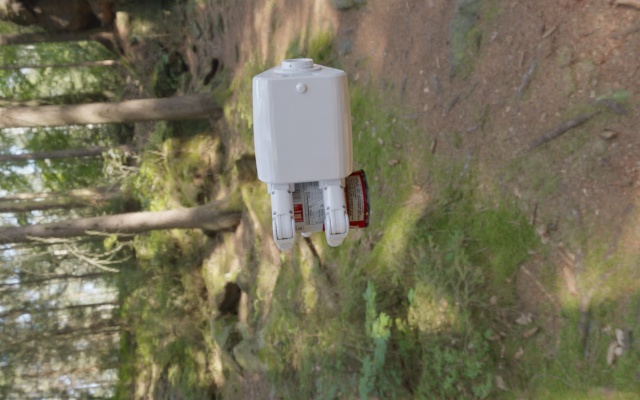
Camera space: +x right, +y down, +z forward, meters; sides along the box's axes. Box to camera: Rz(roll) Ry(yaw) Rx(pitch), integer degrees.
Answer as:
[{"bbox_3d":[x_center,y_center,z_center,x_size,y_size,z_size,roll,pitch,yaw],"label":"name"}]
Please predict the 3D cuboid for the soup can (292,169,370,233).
[{"bbox_3d":[0.000,0.002,0.541,0.102,0.068,0.068,-5,0,-5],"label":"soup can"}]
